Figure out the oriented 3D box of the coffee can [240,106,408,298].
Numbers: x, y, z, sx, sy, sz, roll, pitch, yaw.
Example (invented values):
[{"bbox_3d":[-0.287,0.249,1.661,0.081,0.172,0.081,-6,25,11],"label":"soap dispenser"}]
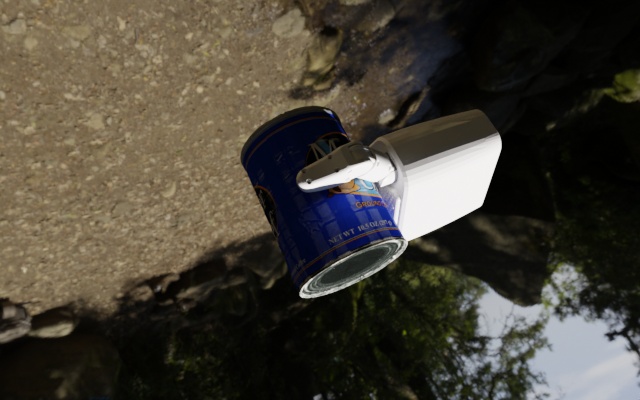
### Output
[{"bbox_3d":[0.000,0.001,0.432,0.103,0.140,0.103,-22,-22,-10],"label":"coffee can"}]
